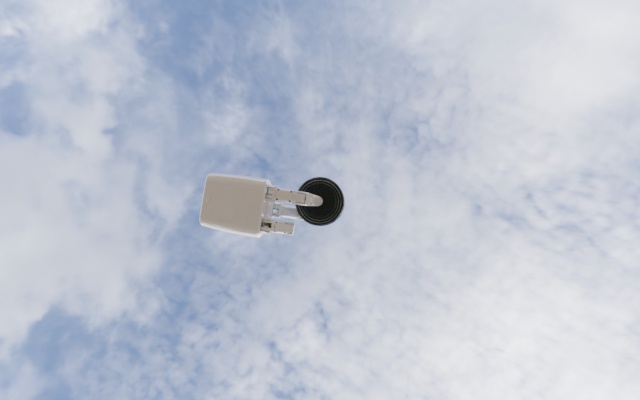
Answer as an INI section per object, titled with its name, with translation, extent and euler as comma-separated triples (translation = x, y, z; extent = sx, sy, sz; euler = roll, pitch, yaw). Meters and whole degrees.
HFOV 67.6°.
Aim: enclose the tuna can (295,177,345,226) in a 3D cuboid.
[tuna can]
translation = 0.000, 0.003, 0.846
extent = 0.086, 0.086, 0.034
euler = 0, -5, 7
